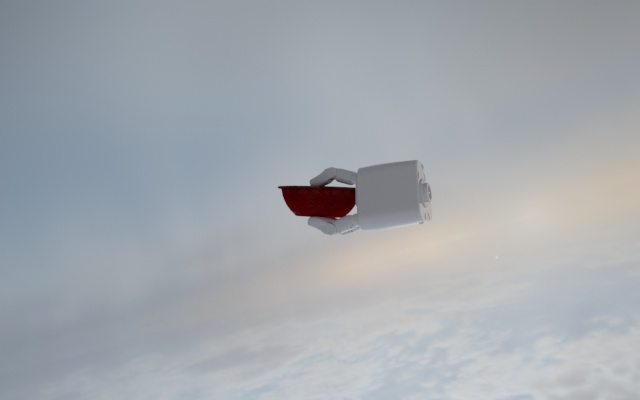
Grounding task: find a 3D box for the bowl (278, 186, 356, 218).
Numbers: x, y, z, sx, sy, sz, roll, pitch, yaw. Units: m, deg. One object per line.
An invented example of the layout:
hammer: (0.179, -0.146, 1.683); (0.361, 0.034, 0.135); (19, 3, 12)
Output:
bowl: (-0.001, 0.003, 0.889); (0.162, 0.055, 0.162); (2, 0, 0)
